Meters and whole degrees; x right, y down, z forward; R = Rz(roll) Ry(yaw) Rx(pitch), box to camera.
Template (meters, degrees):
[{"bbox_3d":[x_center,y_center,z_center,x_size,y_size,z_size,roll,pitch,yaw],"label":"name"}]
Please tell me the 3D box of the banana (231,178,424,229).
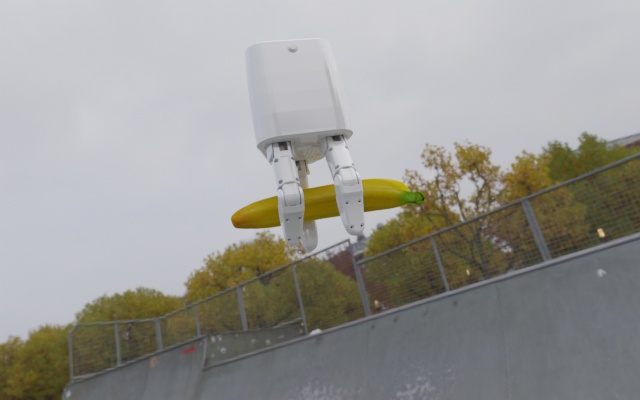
[{"bbox_3d":[0.006,0.001,0.507,0.198,0.037,0.069,-9,-2,9],"label":"banana"}]
